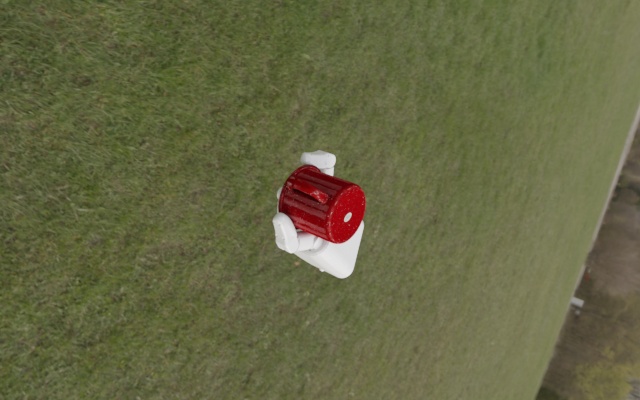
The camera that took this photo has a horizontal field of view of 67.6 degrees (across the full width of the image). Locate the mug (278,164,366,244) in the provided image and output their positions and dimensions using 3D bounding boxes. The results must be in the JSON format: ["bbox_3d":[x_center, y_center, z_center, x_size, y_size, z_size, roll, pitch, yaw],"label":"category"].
[{"bbox_3d":[0.000,0.001,0.616,0.081,0.093,0.117,21,-15,36],"label":"mug"}]
